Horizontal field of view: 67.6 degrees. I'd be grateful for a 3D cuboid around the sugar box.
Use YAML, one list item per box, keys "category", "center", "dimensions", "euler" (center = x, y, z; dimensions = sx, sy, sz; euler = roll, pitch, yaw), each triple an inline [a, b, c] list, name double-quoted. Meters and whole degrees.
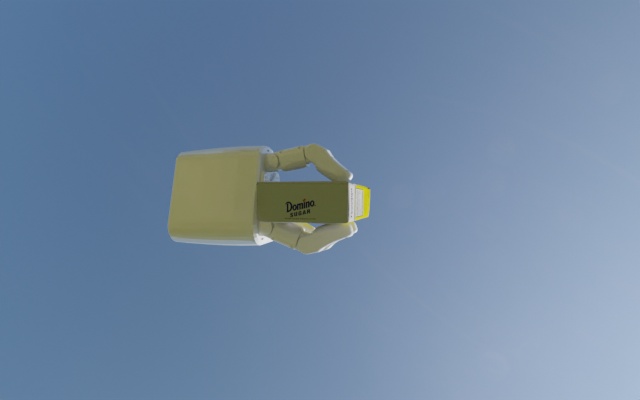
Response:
- category: "sugar box"
  center: [0.000, 0.002, 0.533]
  dimensions: [0.093, 0.048, 0.176]
  euler: [0, 3, 13]
